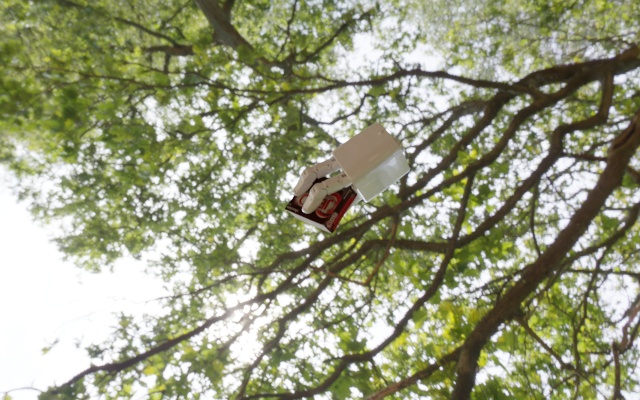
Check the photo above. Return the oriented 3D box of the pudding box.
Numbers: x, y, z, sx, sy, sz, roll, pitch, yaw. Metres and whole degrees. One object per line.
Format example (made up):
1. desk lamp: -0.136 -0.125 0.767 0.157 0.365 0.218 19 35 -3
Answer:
1. pudding box: 0.000 0.003 0.889 0.113 0.090 0.039 18 -22 46
